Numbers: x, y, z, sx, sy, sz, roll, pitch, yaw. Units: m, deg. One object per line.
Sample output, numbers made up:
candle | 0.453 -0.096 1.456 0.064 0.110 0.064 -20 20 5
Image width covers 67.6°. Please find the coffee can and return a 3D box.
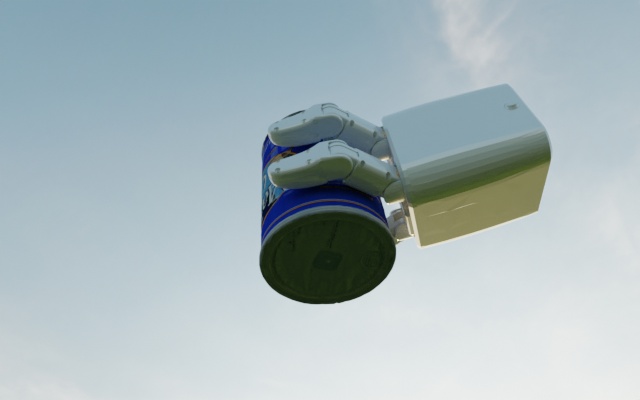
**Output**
coffee can | 0.000 0.002 0.407 0.103 0.103 0.140 0 40 -6
